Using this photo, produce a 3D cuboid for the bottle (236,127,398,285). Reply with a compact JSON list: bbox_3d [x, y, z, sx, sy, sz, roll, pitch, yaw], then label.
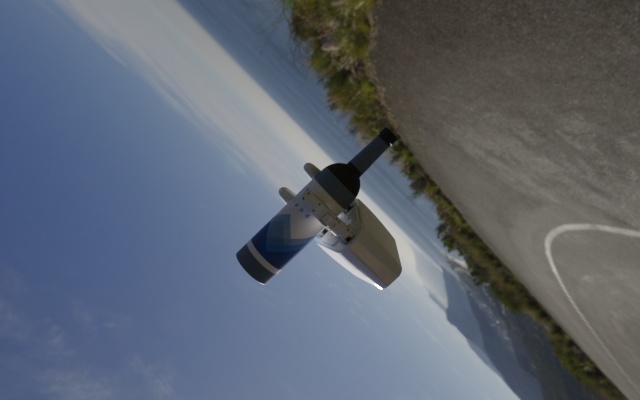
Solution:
[{"bbox_3d":[0.000,0.002,0.719,0.296,0.069,0.069,-44,-4,4],"label":"bottle"}]
